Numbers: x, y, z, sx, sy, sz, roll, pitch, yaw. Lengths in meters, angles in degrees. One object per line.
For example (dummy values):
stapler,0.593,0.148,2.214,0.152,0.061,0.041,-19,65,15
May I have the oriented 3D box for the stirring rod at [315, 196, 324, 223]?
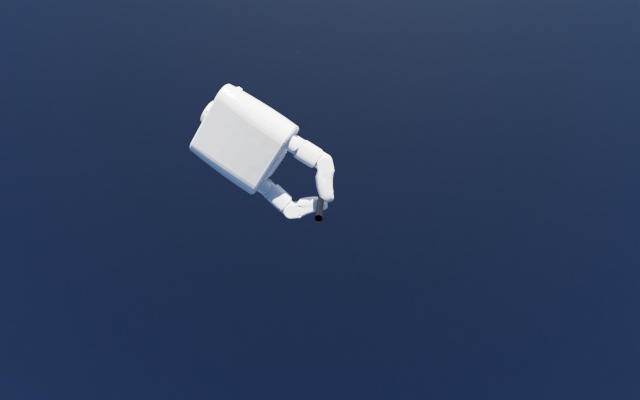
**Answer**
stirring rod,0.000,0.002,0.607,0.011,0.011,0.239,0,8,1
